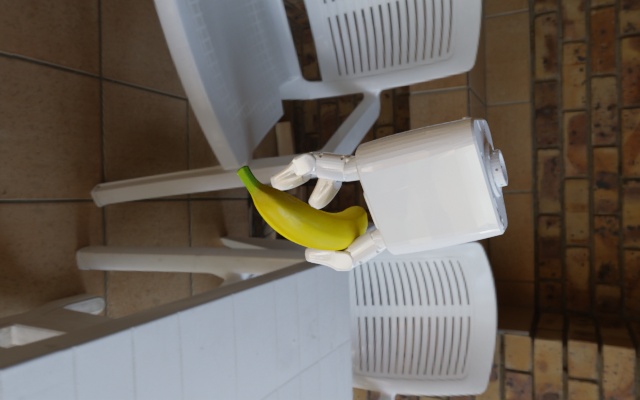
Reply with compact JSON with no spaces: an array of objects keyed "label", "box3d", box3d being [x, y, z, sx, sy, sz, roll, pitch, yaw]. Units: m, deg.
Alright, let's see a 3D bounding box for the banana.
[{"label":"banana","box3d":[0.002,0.018,0.471,0.037,0.069,0.198,-25,-27,28]}]
